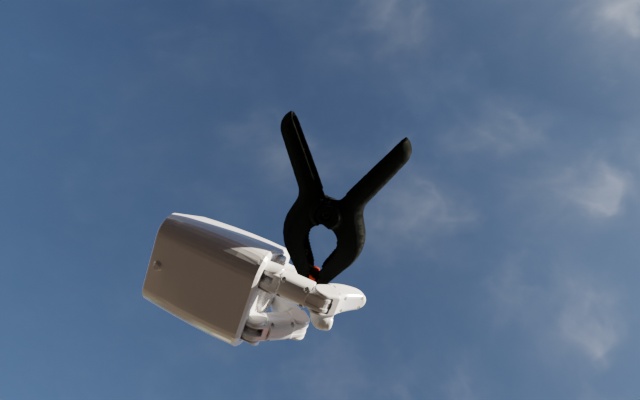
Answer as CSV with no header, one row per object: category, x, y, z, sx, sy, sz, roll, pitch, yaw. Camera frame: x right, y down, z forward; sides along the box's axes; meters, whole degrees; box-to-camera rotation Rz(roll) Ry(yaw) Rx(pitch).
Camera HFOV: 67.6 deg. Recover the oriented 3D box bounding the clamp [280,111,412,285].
clamp,0.000,0.002,0.451,0.120,0.171,0.039,24,14,11
